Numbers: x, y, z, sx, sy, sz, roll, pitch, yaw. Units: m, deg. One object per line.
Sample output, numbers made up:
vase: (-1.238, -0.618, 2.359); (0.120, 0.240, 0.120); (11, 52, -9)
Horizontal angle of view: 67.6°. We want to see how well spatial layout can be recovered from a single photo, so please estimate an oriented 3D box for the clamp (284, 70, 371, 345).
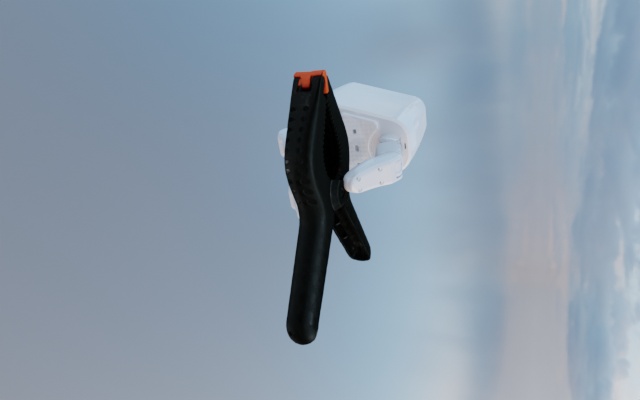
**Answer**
clamp: (0.001, 0.001, 0.402); (0.036, 0.210, 0.164); (1, 26, 23)
